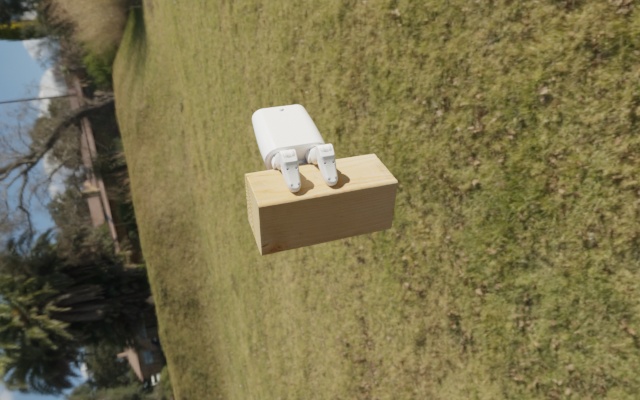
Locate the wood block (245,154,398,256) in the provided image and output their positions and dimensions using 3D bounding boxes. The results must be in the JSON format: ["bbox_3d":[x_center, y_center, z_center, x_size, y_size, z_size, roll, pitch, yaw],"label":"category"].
[{"bbox_3d":[0.000,0.002,0.715,0.206,0.091,0.090,-10,38,-16],"label":"wood block"}]
